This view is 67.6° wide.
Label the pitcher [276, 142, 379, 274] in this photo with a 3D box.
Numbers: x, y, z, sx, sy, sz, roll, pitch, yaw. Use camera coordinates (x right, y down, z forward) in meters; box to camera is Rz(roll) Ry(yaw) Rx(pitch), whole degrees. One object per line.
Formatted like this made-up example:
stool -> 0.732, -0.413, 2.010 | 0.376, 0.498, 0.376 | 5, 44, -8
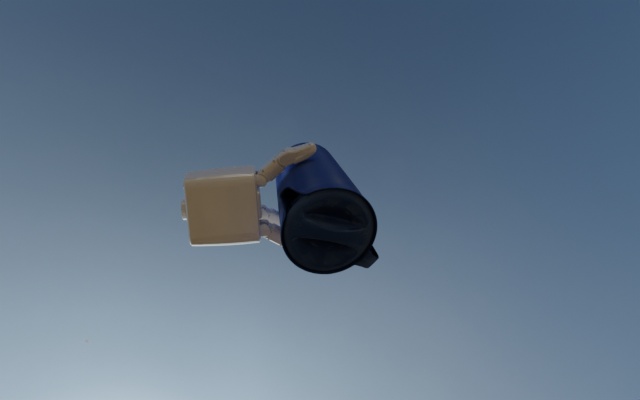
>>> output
pitcher -> 0.000, 0.002, 0.746 | 0.145, 0.149, 0.242 | -6, 26, -8
